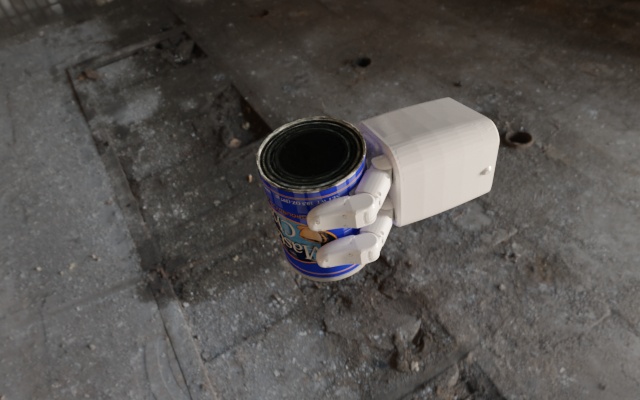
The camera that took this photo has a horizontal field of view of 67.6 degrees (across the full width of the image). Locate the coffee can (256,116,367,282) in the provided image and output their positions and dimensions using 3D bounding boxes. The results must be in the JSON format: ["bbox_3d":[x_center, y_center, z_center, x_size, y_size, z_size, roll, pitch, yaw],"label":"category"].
[{"bbox_3d":[0.000,0.002,0.488,0.103,0.102,0.140,0,-42,11],"label":"coffee can"}]
